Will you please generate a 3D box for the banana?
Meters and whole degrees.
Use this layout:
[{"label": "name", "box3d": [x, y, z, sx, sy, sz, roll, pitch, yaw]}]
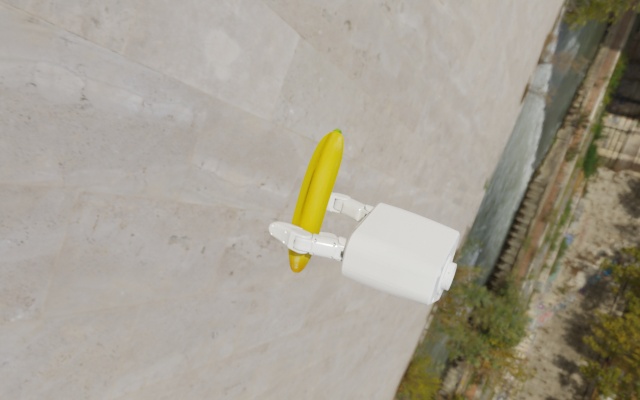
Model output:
[{"label": "banana", "box3d": [-0.003, -0.005, 0.593, 0.037, 0.198, 0.070, 16, -8, 17]}]
